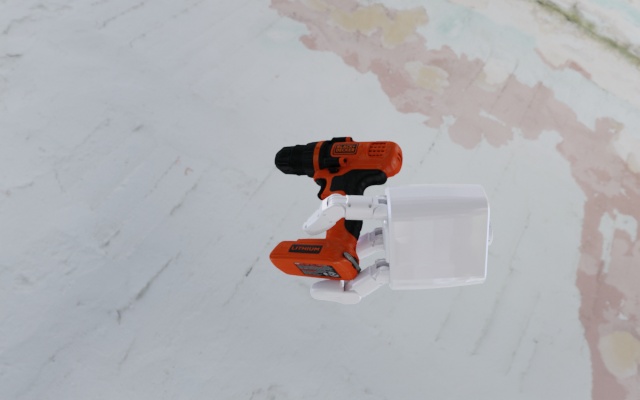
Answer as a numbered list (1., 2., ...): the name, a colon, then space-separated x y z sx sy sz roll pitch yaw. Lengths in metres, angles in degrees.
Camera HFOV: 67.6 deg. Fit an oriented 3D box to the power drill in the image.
1. power drill: 0.000 0.002 0.605 0.184 0.187 0.057 1 -30 30
